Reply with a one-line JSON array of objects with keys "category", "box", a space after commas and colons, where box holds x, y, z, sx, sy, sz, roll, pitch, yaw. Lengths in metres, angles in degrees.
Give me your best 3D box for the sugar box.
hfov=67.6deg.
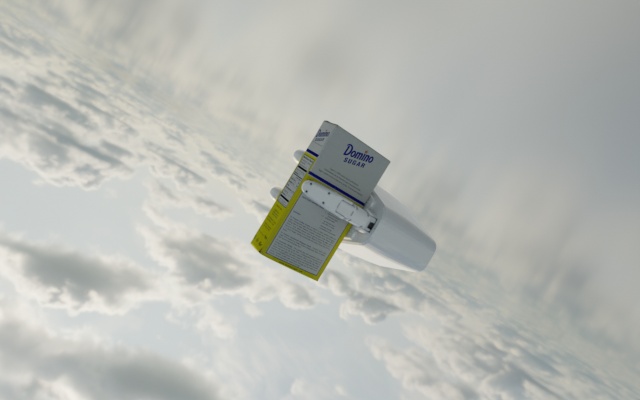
[{"category": "sugar box", "box": [0.000, 0.002, 0.583, 0.093, 0.176, 0.048, 30, 1, -31]}]
